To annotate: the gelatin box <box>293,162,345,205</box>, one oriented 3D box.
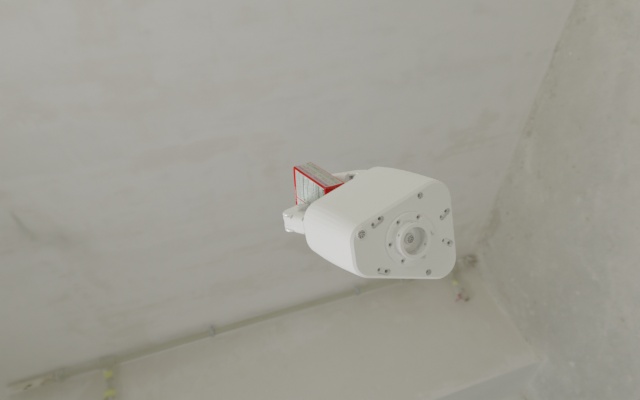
[{"bbox_3d":[0.000,0.002,0.578,0.030,0.073,0.089,-16,27,-25],"label":"gelatin box"}]
